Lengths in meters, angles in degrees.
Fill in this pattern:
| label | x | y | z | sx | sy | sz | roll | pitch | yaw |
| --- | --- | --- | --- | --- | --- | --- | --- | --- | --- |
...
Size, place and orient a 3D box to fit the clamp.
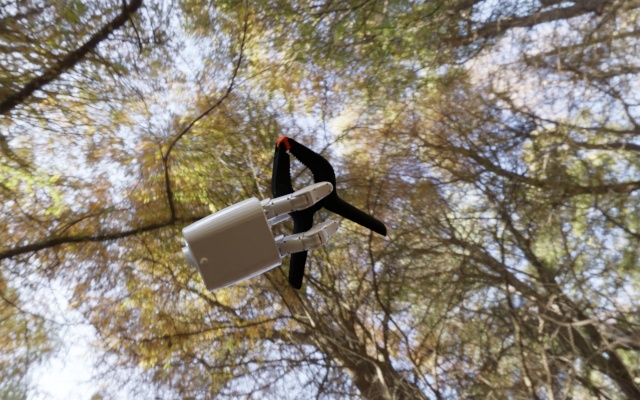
| label | x | y | z | sx | sy | sz | roll | pitch | yaw |
| --- | --- | --- | --- | --- | --- | --- | --- | --- | --- |
| clamp | -0.001 | 0.002 | 0.678 | 0.164 | 0.210 | 0.036 | -23 | 14 | -17 |
